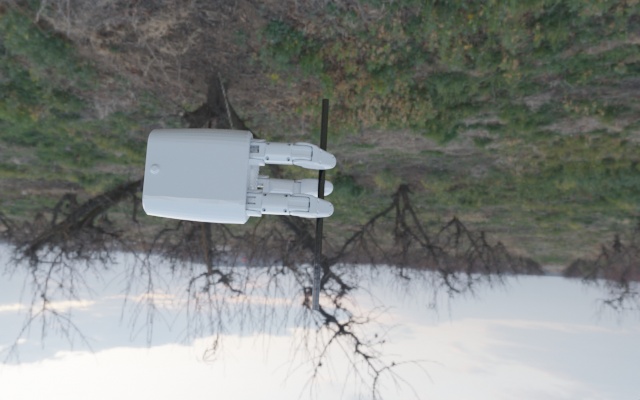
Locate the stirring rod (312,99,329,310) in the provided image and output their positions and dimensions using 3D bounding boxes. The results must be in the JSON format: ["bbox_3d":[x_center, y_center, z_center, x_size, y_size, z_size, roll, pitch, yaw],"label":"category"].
[{"bbox_3d":[0.000,0.002,0.543,0.011,0.239,0.011,3,-7,0],"label":"stirring rod"}]
